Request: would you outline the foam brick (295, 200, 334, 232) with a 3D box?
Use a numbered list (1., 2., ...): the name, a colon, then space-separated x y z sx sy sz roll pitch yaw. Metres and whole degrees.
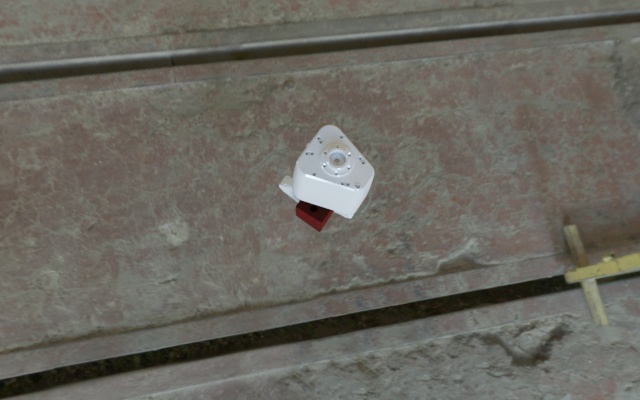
1. foam brick: 0.000 0.003 0.805 0.053 0.078 0.051 33 -17 8
